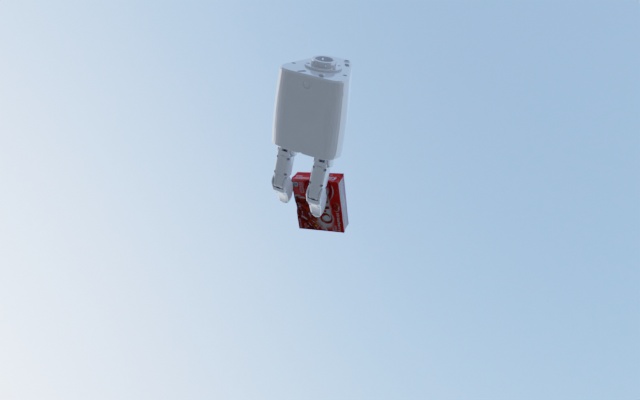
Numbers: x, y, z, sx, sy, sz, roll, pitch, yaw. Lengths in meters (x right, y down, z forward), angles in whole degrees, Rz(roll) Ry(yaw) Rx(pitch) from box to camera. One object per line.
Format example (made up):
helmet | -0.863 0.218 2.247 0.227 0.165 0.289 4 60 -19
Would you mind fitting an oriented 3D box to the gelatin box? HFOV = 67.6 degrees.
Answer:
gelatin box | 0.000 0.002 0.705 0.073 0.089 0.030 4 32 20
